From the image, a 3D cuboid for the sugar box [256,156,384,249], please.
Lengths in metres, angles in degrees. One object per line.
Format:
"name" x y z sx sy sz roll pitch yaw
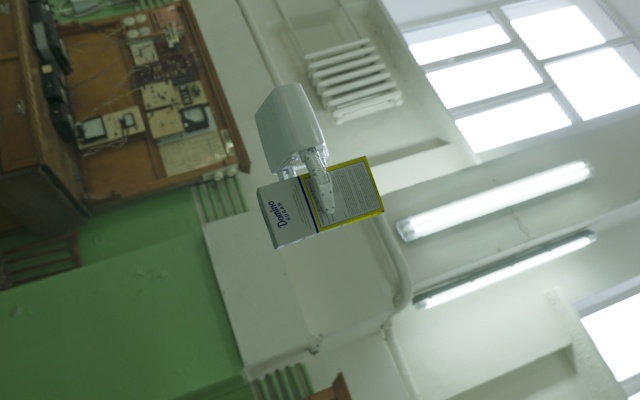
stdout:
"sugar box" 0.000 0.002 0.721 0.176 0.093 0.048 -17 -8 -13
